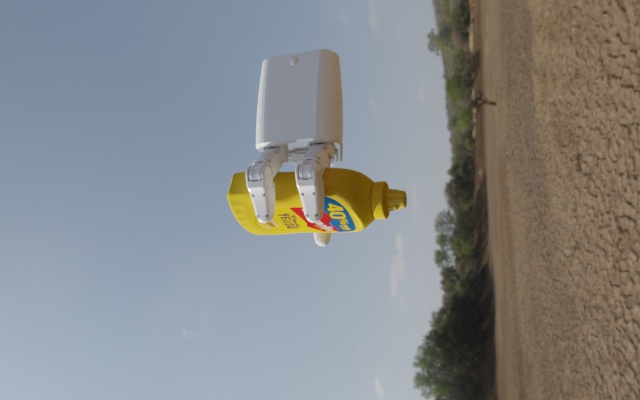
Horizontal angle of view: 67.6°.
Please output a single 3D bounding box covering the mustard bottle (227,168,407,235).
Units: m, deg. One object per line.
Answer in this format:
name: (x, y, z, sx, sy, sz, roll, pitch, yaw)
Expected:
mustard bottle: (0.000, 0.002, 0.537, 0.191, 0.058, 0.096, -3, -35, 19)
